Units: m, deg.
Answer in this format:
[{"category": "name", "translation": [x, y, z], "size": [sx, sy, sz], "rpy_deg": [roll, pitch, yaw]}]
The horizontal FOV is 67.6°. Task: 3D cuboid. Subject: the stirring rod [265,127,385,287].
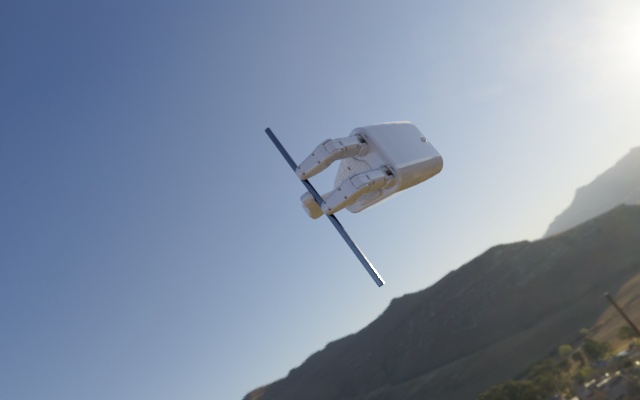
[{"category": "stirring rod", "translation": [0.000, 0.002, 0.564], "size": [0.011, 0.239, 0.011], "rpy_deg": [-32, -20, -13]}]
